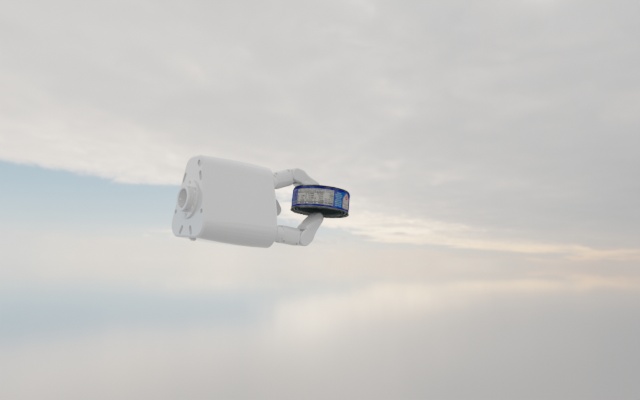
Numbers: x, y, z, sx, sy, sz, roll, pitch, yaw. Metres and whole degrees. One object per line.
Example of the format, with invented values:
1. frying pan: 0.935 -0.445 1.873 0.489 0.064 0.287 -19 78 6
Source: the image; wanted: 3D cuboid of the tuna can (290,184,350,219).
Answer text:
1. tuna can: 0.000 0.002 0.694 0.086 0.033 0.086 5 -11 1
